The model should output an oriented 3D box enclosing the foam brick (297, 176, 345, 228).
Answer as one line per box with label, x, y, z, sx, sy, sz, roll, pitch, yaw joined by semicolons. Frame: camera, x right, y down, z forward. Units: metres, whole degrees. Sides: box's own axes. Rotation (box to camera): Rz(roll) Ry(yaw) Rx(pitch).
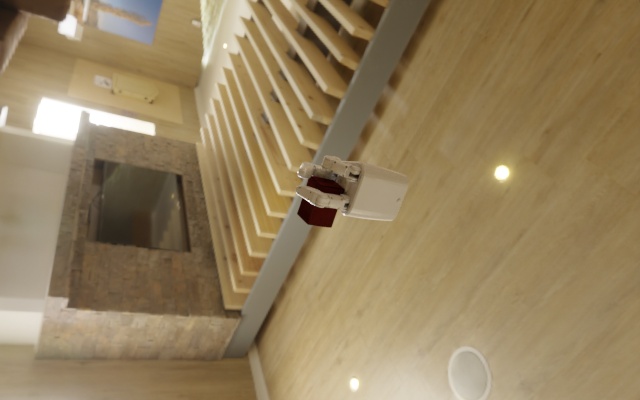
foam brick;0.000;0.003;0.859;0.051;0.078;0.053;10;18;-29
